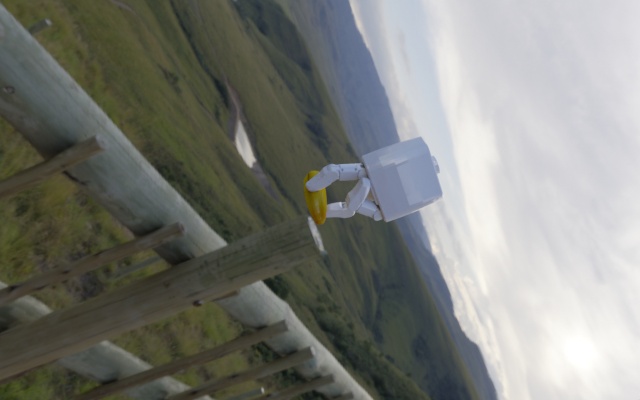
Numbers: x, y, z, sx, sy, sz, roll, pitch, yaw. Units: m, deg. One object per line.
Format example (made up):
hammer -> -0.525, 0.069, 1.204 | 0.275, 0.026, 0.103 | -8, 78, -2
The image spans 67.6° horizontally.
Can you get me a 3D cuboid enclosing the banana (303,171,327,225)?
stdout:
banana -> -0.007, -0.015, 0.846 | 0.037, 0.069, 0.197 | -20, 12, 4
